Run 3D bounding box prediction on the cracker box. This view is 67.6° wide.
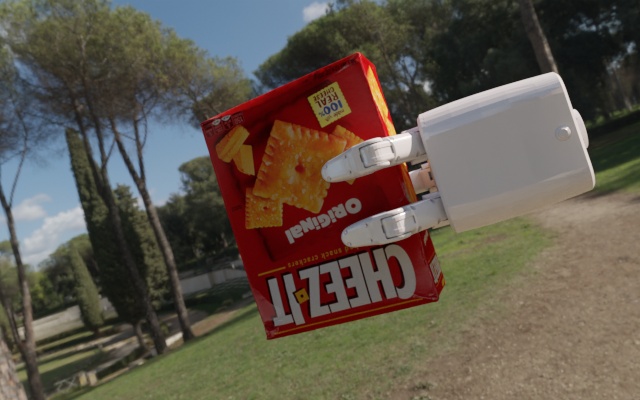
[{"bbox_3d":[0.000,0.001,0.434,0.164,0.213,0.072,-18,-2,19],"label":"cracker box"}]
